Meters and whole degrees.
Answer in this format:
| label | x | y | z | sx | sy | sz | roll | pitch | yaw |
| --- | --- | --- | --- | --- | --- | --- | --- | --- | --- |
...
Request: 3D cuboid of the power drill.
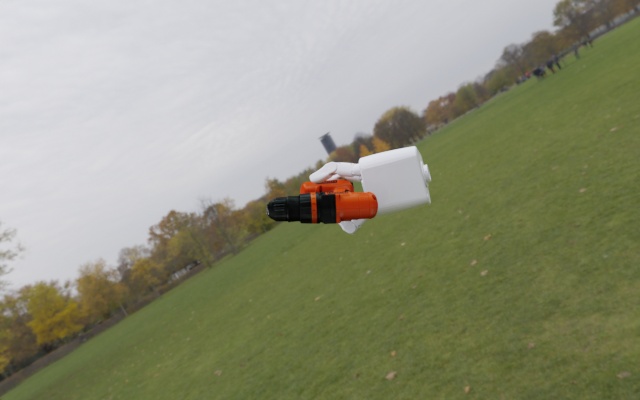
| label | x | y | z | sx | sy | sz | roll | pitch | yaw |
| --- | --- | --- | --- | --- | --- | --- | --- | --- | --- |
| power drill | 0.000 | 0.003 | 0.857 | 0.184 | 0.057 | 0.187 | -1 | 10 | -2 |
